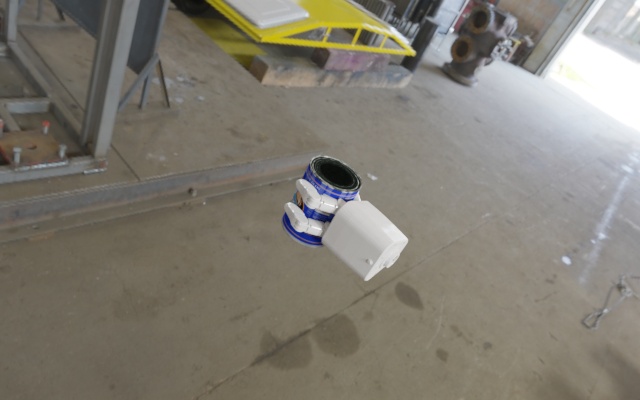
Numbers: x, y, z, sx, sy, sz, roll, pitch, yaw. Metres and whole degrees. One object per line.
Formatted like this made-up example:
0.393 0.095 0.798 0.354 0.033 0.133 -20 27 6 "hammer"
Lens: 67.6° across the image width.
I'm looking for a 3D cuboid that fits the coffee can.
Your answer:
0.000 0.003 0.878 0.103 0.140 0.102 20 33 -14 "coffee can"
